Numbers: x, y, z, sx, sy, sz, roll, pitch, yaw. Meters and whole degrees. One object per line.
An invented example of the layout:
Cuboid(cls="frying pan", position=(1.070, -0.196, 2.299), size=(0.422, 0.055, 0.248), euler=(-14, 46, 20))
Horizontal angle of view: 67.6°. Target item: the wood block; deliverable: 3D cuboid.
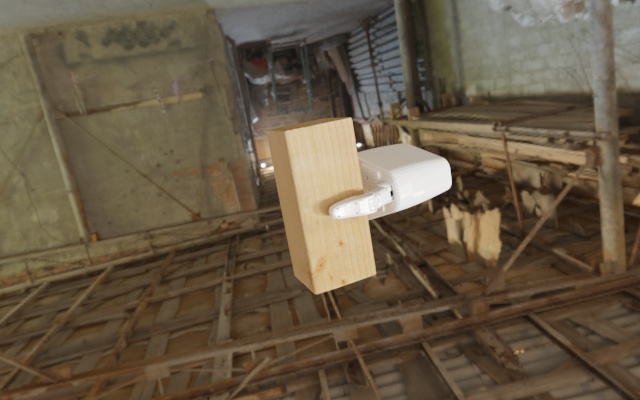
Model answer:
Cuboid(cls="wood block", position=(0.001, 0.002, 0.624), size=(0.090, 0.206, 0.091), euler=(-15, 13, -19))
